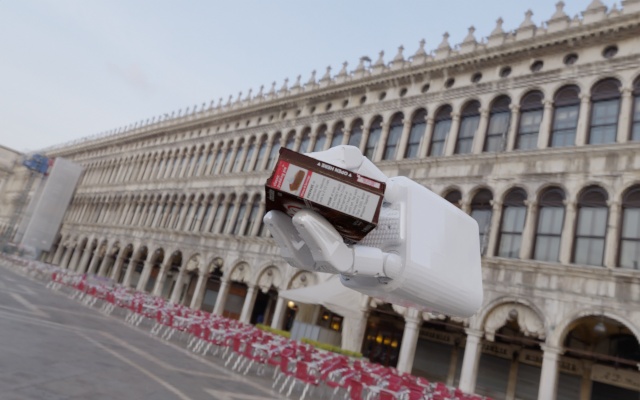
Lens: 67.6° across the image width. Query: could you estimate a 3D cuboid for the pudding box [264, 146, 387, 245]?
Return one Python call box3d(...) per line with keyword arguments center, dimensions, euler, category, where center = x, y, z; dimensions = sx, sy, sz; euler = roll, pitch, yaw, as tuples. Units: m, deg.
box3d(center=(0.000, 0.001, 0.406), dimensions=(0.090, 0.039, 0.113), euler=(19, -16, -1), category="pudding box")
